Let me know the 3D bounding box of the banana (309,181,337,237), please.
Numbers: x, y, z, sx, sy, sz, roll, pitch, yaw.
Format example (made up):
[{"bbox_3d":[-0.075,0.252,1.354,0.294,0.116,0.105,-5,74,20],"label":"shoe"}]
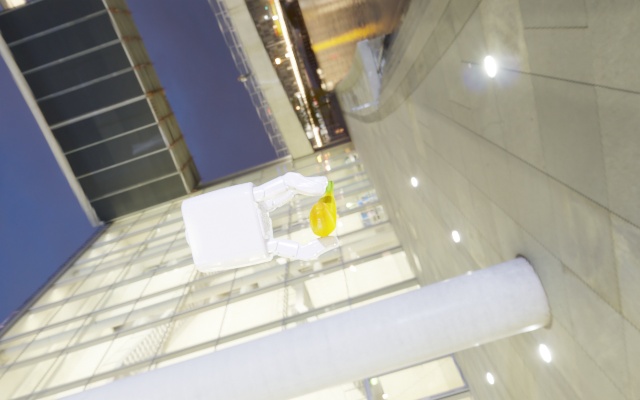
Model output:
[{"bbox_3d":[0.003,0.020,0.704,0.037,0.069,0.197,-8,11,4],"label":"banana"}]
